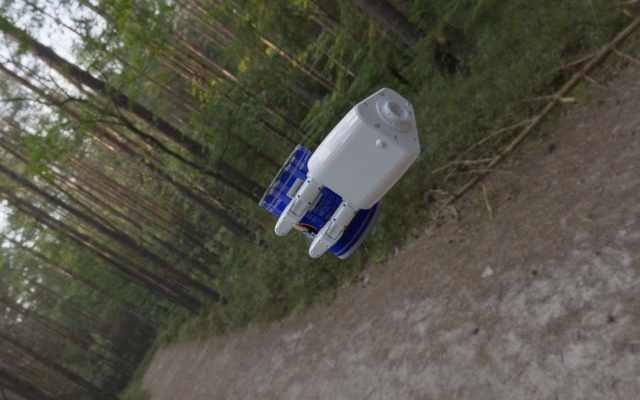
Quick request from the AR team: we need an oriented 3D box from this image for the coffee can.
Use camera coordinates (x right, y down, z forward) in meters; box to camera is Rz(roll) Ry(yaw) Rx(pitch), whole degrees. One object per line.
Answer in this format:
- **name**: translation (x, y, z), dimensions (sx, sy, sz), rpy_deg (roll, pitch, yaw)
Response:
- **coffee can**: translation (0.000, 0.002, 0.669), dimensions (0.140, 0.103, 0.103), rpy_deg (34, -6, -9)
